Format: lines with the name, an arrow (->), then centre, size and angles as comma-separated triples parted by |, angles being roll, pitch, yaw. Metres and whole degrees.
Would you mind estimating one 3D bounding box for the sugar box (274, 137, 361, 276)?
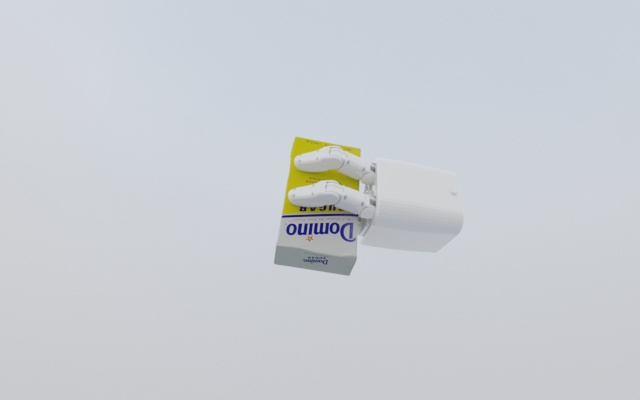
sugar box -> 0.000, 0.002, 0.592 | 0.093, 0.176, 0.048 | 9, -41, -5
